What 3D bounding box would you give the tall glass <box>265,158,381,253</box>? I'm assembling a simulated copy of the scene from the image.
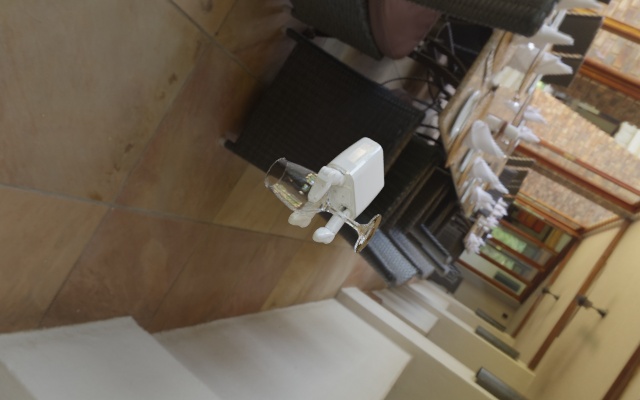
[{"bbox_3d":[0.001,0.003,0.811,0.201,0.079,0.079,33,12,19],"label":"tall glass"}]
